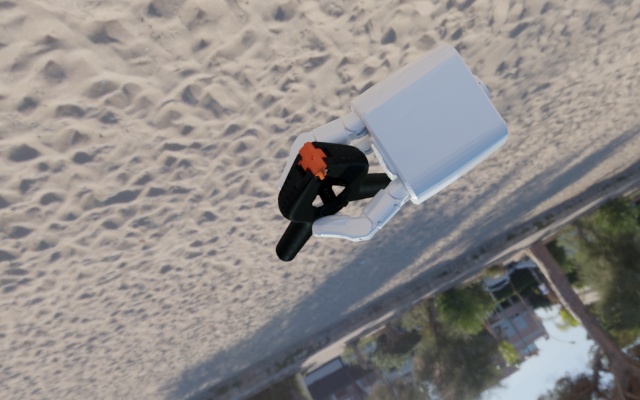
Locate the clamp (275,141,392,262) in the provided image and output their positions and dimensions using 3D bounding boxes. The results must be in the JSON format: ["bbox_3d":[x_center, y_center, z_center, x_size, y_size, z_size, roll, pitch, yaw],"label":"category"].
[{"bbox_3d":[0.001,0.002,0.477,0.164,0.036,0.210,-37,-18,4],"label":"clamp"}]
